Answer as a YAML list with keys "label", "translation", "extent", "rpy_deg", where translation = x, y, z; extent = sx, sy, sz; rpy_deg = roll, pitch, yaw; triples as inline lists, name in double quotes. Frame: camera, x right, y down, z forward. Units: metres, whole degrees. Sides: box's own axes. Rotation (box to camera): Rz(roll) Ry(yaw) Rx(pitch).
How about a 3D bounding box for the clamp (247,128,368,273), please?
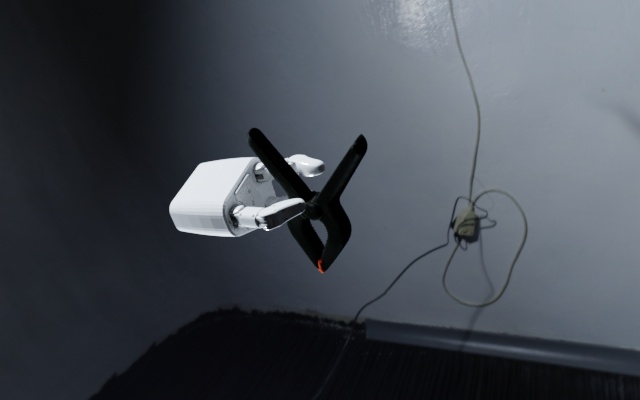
- label: "clamp"
  translation: [0.000, 0.003, 0.610]
  extent: [0.164, 0.210, 0.036]
  rpy_deg: [2, 30, 33]
